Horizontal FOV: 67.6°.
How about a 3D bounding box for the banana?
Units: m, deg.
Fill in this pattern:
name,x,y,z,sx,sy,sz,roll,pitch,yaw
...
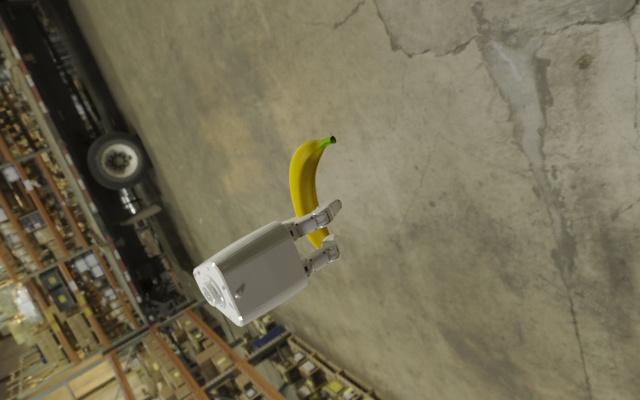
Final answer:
name,x,y,z,sx,sy,sz,roll,pitch,yaw
banana,-0.014,-0.008,0.689,0.069,0.198,0.037,27,43,34
